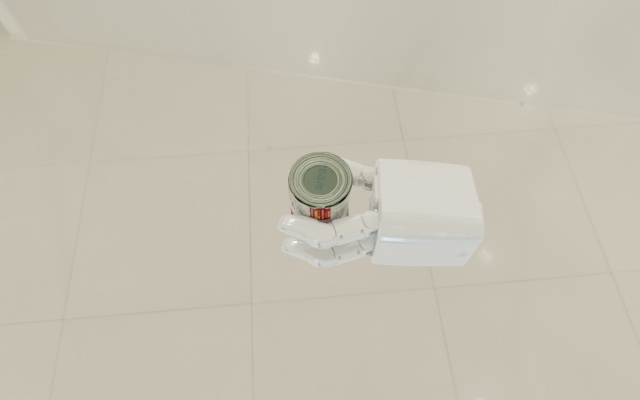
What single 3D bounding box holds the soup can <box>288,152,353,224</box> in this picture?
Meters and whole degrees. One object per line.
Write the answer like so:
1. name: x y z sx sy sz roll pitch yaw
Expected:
1. soup can: 0.000 0.001 0.524 0.068 0.068 0.102 0 -28 0
